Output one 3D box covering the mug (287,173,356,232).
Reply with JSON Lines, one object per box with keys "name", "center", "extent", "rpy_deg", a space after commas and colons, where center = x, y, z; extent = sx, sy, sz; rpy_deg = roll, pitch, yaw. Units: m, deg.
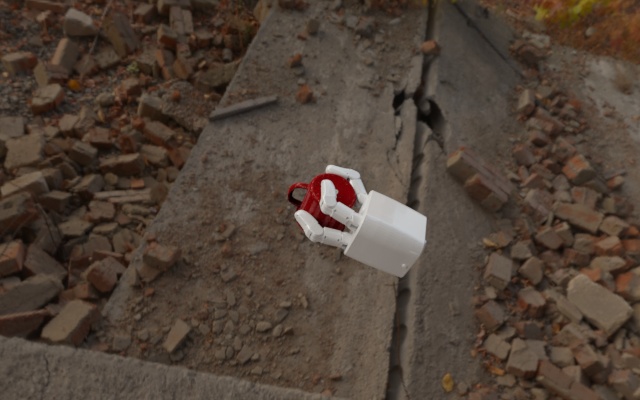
{"name": "mug", "center": [-0.001, 0.002, 0.820], "extent": [0.117, 0.093, 0.082], "rpy_deg": [23, -42, -1]}
